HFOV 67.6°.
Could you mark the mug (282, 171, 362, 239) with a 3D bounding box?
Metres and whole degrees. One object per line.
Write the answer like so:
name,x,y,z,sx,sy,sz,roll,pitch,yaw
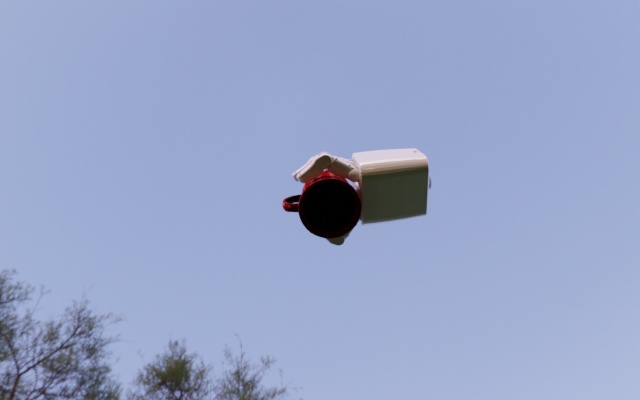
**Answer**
mug,-0.001,0.003,0.734,0.117,0.093,0.081,-6,16,-1
